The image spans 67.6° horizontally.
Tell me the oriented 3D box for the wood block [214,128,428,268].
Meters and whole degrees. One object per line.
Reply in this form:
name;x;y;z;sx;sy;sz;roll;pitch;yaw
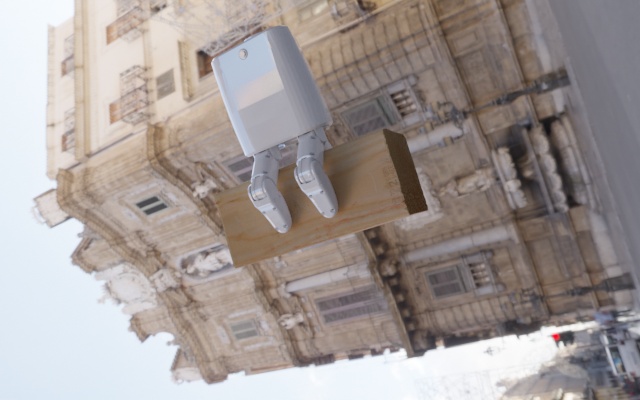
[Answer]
wood block;0.000;0.001;0.529;0.206;0.090;0.091;-19;-5;24
